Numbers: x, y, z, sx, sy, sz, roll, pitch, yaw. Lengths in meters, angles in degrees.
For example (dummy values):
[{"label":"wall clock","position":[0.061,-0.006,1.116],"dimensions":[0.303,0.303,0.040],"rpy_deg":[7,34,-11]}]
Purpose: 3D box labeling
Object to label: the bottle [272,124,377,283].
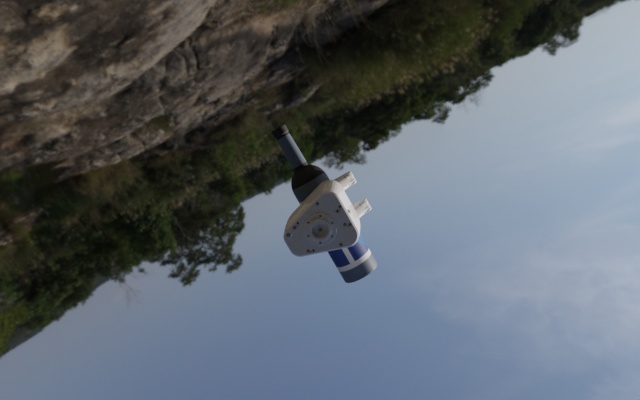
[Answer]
[{"label":"bottle","position":[0.000,0.003,0.836],"dimensions":[0.069,0.296,0.069],"rpy_deg":[-29,7,4]}]
